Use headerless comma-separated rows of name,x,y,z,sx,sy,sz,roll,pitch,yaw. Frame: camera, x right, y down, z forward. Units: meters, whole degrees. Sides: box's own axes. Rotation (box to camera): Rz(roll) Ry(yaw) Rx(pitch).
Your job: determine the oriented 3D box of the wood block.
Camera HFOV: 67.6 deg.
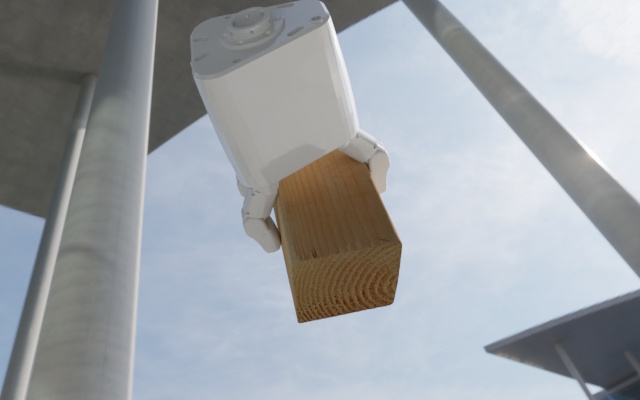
wood block,0.000,0.001,0.466,0.091,0.090,0.206,-10,45,-8
